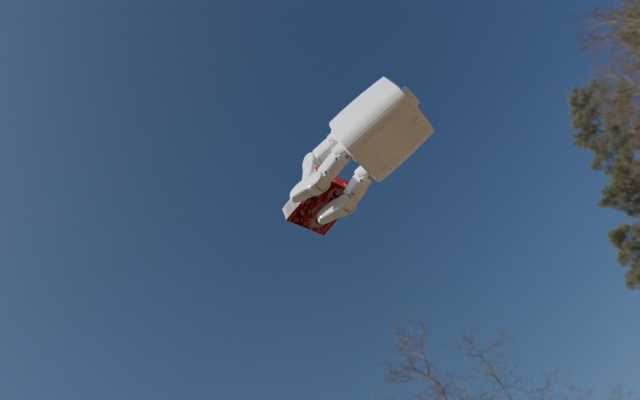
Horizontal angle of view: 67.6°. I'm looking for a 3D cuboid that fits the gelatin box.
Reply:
[{"bbox_3d":[0.000,0.002,0.694,0.073,0.089,0.030,24,27,-34],"label":"gelatin box"}]
